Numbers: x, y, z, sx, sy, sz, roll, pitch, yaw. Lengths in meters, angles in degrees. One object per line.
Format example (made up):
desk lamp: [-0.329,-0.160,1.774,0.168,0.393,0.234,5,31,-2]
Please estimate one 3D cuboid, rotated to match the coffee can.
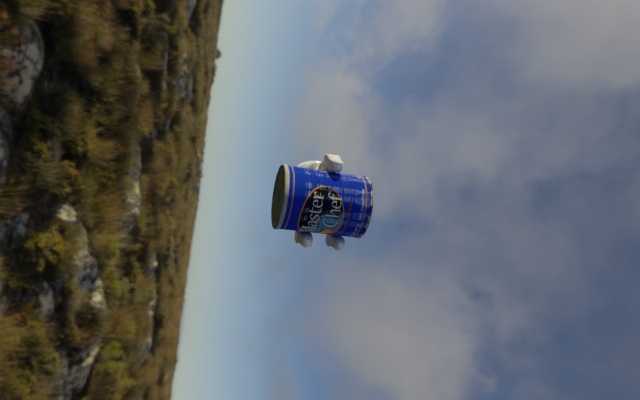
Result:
coffee can: [0.000,0.002,0.761,0.140,0.103,0.103,8,-2,-15]
